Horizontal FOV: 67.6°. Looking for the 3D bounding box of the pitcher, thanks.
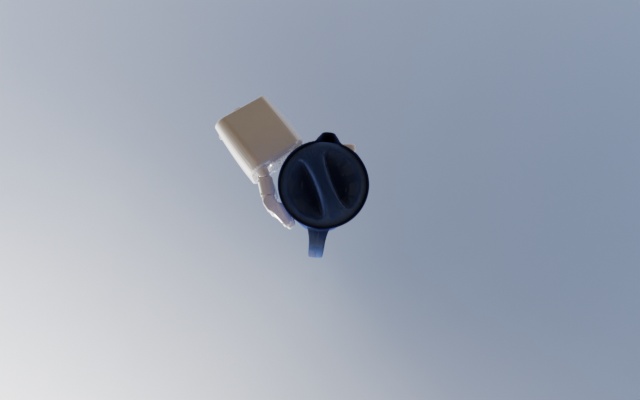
[{"bbox_3d":[0.000,0.002,0.803,0.149,0.145,0.243,-40,-6,-6],"label":"pitcher"}]
